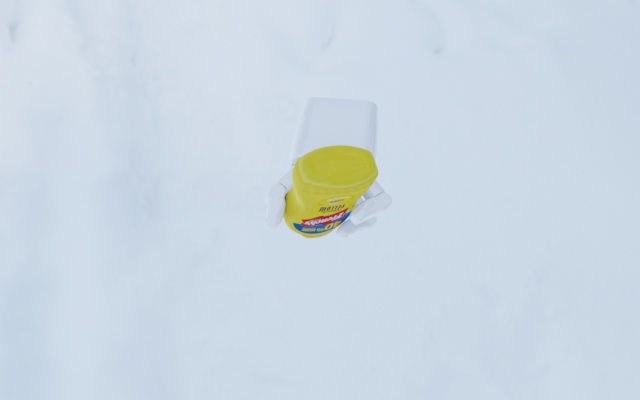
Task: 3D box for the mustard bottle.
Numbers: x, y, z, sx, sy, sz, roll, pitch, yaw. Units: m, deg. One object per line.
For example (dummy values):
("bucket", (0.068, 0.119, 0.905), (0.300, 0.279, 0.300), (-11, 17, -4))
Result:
("mustard bottle", (0.000, 0.002, 0.616), (0.096, 0.058, 0.192), (-9, -23, -19))
